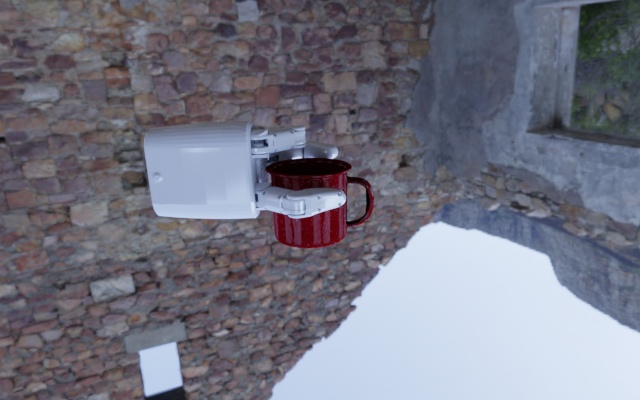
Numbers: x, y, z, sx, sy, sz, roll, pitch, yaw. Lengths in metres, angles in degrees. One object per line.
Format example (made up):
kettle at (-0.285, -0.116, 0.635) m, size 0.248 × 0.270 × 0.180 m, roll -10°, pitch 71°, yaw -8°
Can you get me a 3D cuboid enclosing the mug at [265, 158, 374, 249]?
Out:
mug at (0.002, 0.002, 0.524) m, size 0.117 × 0.081 × 0.093 m, roll 0°, pitch 16°, yaw 5°
